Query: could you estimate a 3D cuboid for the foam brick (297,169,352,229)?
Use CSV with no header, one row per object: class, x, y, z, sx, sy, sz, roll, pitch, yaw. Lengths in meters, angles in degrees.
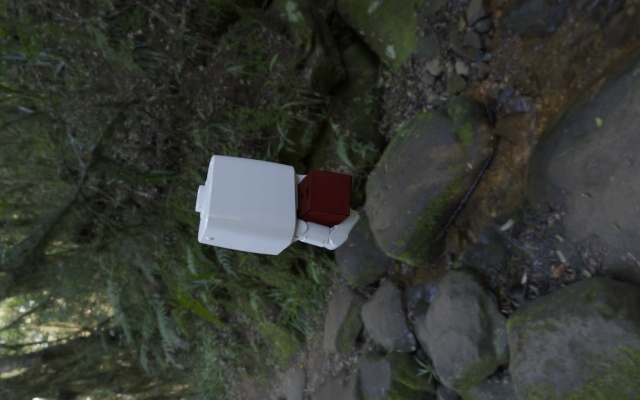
foam brick,0.000,0.002,0.589,0.051,0.053,0.078,10,-22,-17
